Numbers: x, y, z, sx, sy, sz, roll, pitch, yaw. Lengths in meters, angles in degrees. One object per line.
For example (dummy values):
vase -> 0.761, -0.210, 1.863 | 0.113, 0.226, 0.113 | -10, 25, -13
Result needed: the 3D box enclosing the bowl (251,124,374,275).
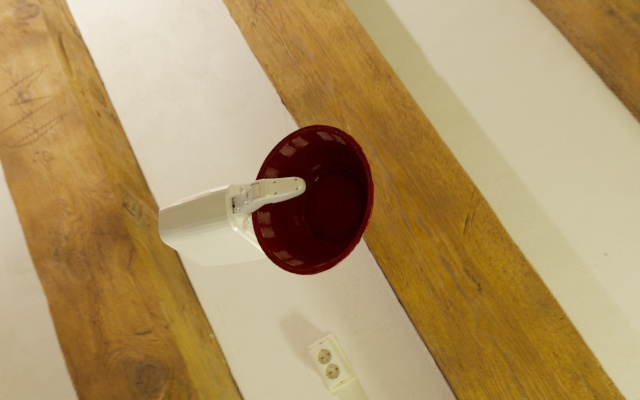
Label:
bowl -> 0.001, 0.002, 0.525 | 0.162, 0.162, 0.055 | 0, -9, 36
